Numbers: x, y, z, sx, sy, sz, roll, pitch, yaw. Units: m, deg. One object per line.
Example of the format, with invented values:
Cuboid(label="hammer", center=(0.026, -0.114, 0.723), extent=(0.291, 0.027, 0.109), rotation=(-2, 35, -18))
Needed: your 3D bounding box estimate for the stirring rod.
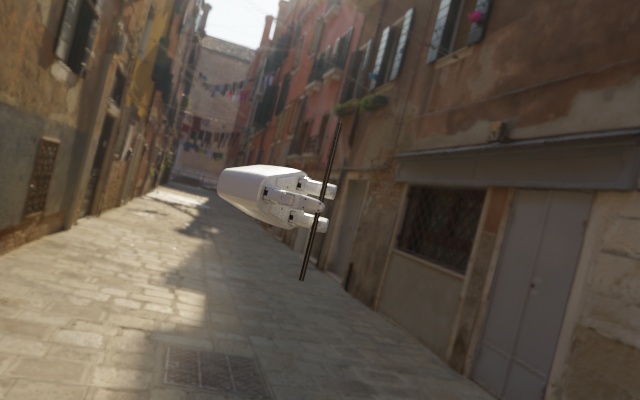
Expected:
Cuboid(label="stirring rod", center=(0.000, 0.002, 0.709), extent=(0.011, 0.239, 0.011), rotation=(14, 0, 0))
